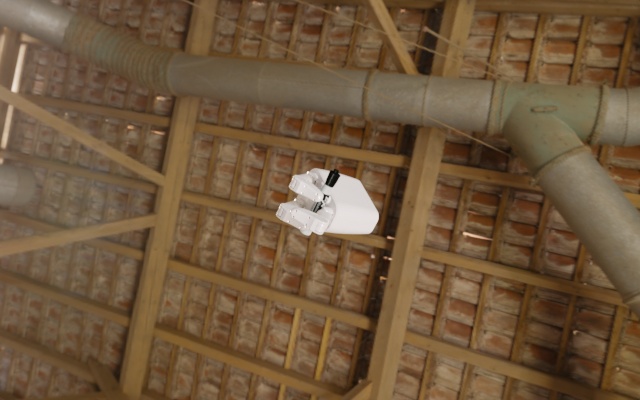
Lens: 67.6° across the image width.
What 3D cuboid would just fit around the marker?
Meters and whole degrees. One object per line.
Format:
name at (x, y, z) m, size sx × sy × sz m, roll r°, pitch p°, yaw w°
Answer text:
marker at (0.000, 0.003, 0.776) m, size 0.020 × 0.121 × 0.020 m, roll 24°, pitch 20°, yaw -9°
